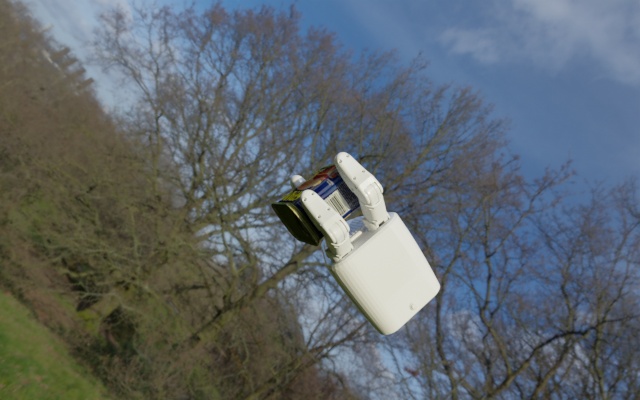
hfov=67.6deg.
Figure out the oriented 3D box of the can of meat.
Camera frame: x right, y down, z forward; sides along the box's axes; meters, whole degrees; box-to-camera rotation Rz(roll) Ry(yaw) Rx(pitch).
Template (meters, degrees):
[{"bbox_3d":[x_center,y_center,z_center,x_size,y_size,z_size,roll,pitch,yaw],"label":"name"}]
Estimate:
[{"bbox_3d":[0.000,0.002,0.547,0.084,0.057,0.102,-38,11,-14],"label":"can of meat"}]
